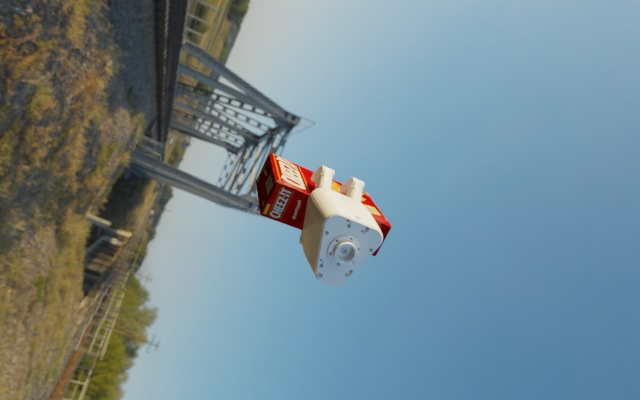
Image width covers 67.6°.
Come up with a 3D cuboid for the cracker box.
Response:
[{"bbox_3d":[0.000,0.003,0.842,0.214,0.072,0.164,22,16,-18],"label":"cracker box"}]
